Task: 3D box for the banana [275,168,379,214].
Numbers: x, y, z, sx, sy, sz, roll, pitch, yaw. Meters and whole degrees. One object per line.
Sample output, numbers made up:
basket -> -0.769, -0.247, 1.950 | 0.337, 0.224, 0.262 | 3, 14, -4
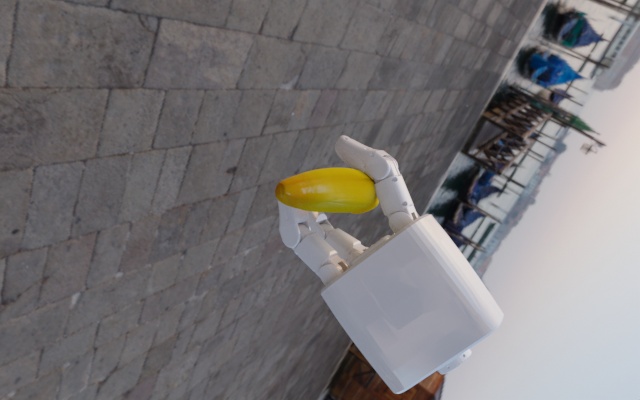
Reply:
banana -> 0.018, -0.004, 0.426 | 0.069, 0.037, 0.198 | -17, -6, 9
